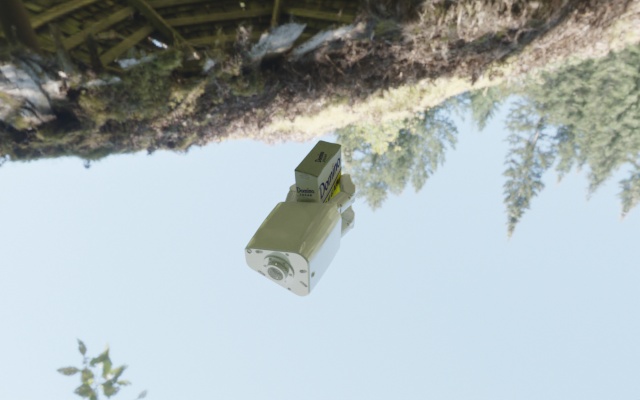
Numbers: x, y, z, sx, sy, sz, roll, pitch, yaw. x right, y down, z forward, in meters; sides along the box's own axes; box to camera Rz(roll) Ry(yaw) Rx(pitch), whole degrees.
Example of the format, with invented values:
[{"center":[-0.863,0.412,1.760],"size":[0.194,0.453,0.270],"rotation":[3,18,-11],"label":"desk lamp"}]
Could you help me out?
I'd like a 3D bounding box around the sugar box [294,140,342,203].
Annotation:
[{"center":[0.001,0.003,0.767],"size":[0.048,0.176,0.093],"rotation":[17,43,18],"label":"sugar box"}]
